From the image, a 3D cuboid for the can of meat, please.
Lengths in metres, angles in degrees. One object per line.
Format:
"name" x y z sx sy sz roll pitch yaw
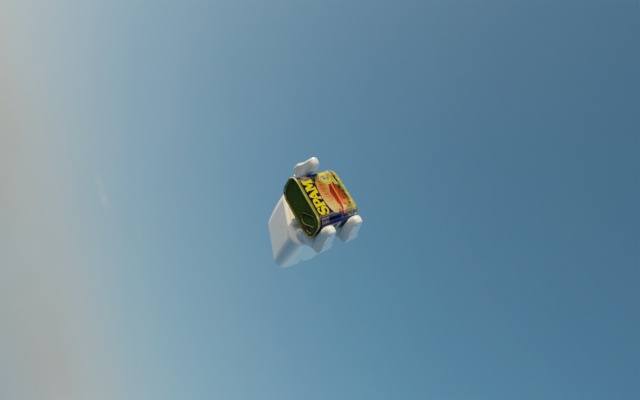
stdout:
"can of meat" 0.000 0.002 0.797 0.084 0.102 0.057 -16 -25 -33
